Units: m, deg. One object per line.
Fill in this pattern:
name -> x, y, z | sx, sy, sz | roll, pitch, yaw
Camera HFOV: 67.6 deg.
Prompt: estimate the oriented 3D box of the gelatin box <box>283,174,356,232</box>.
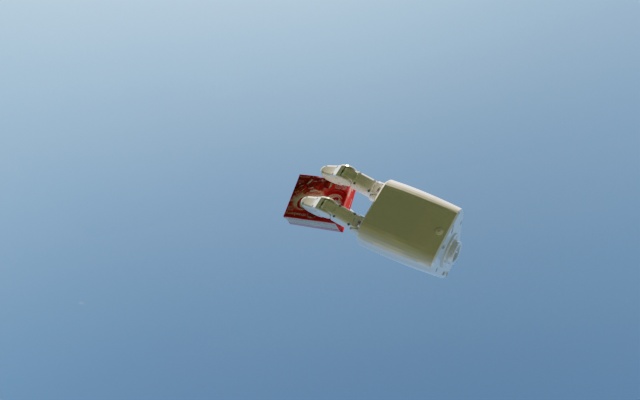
gelatin box -> 0.000, 0.002, 0.689 | 0.089, 0.073, 0.030 | 7, -27, 27
